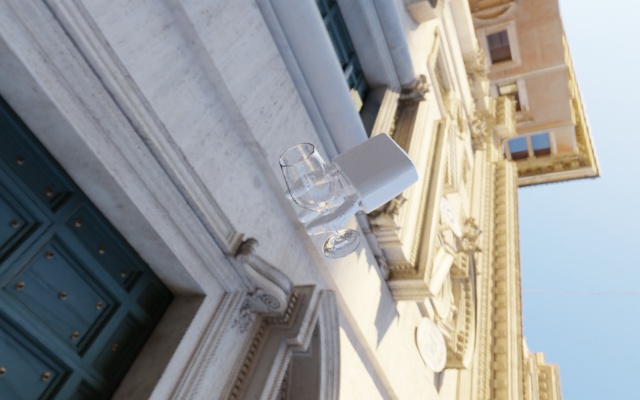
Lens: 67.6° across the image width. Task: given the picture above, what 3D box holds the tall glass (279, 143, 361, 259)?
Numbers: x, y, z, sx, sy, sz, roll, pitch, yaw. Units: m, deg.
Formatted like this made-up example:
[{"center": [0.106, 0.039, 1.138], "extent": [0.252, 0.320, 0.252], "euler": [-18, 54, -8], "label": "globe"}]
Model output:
[{"center": [0.000, 0.003, 0.799], "extent": [0.079, 0.201, 0.079], "euler": [-19, 34, 13], "label": "tall glass"}]
